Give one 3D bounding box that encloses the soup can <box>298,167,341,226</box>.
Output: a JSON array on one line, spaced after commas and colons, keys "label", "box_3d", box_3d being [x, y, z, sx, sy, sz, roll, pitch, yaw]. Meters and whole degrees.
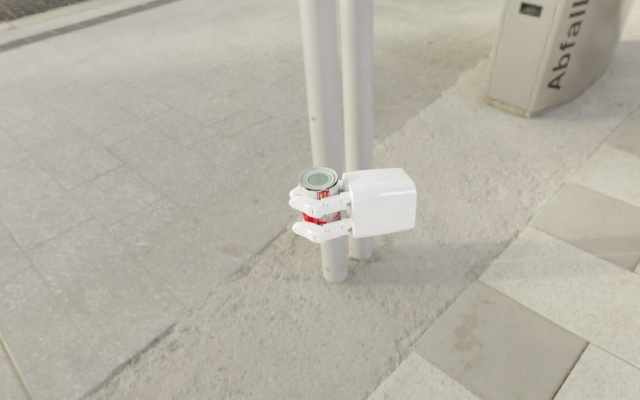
[{"label": "soup can", "box_3d": [0.000, 0.002, 0.807, 0.068, 0.102, 0.068, -3, 38, 2]}]
